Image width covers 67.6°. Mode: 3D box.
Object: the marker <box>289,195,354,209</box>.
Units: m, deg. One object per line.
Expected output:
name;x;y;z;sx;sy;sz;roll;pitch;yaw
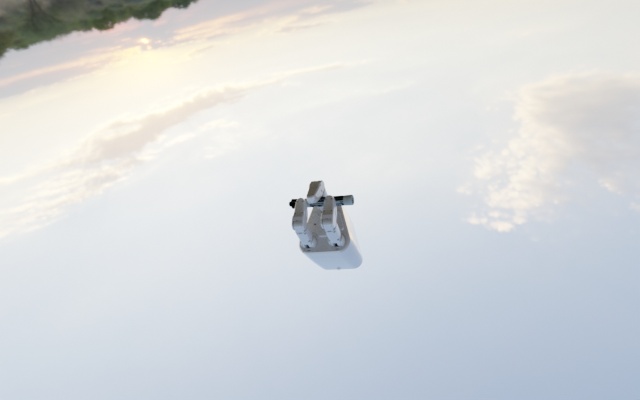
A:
marker;0.000;0.003;0.853;0.121;0.020;0.020;-4;-2;20
